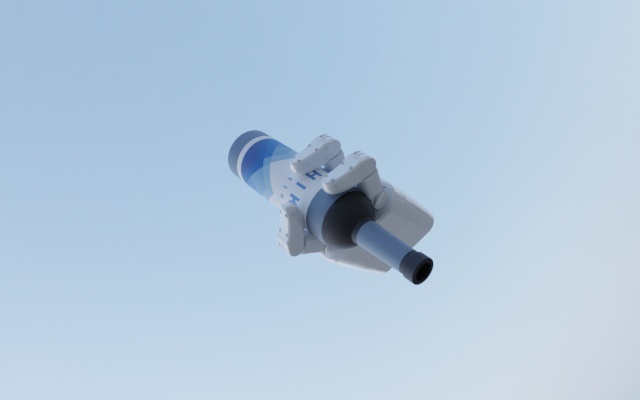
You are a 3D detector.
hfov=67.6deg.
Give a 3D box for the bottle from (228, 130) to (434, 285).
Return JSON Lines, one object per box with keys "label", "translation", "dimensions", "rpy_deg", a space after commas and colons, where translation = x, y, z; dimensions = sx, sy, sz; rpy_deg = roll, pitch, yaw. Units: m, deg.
{"label": "bottle", "translation": [0.000, 0.002, 0.516], "dimensions": [0.069, 0.069, 0.295], "rpy_deg": [0, 24, -42]}
